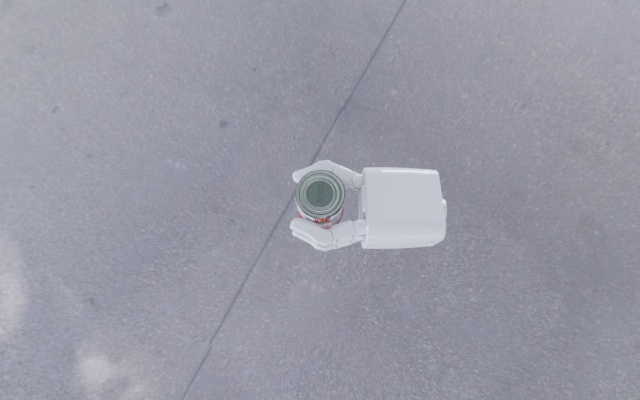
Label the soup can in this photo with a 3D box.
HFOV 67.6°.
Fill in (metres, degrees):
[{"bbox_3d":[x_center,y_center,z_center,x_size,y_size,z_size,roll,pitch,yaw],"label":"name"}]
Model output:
[{"bbox_3d":[0.000,0.002,0.668,0.068,0.068,0.102,0,-13,0],"label":"soup can"}]
